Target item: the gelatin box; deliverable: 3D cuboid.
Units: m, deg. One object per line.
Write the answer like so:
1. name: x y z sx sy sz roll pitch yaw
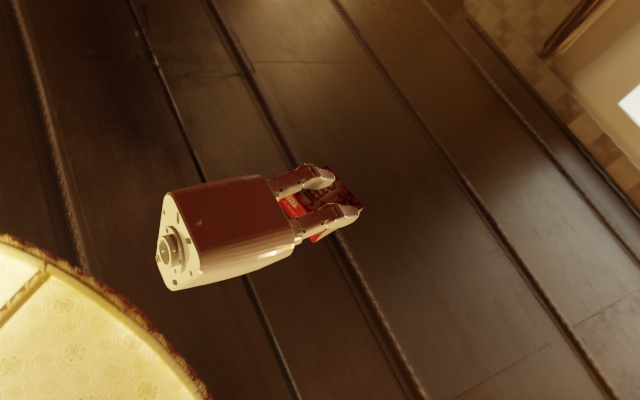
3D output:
1. gelatin box: 0.000 0.002 0.580 0.089 0.073 0.030 -26 -18 -48
